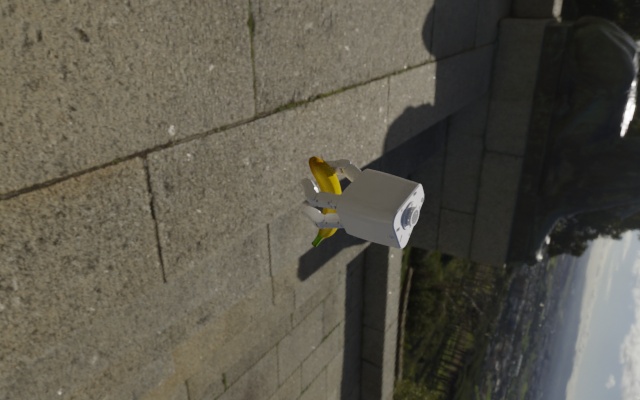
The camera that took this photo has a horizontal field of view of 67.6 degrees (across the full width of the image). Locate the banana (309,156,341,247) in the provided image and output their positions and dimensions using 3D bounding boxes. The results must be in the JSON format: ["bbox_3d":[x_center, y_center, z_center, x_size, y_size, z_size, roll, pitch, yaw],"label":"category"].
[{"bbox_3d":[0.012,-0.002,0.896,0.037,0.198,0.069,22,40,33],"label":"banana"}]
